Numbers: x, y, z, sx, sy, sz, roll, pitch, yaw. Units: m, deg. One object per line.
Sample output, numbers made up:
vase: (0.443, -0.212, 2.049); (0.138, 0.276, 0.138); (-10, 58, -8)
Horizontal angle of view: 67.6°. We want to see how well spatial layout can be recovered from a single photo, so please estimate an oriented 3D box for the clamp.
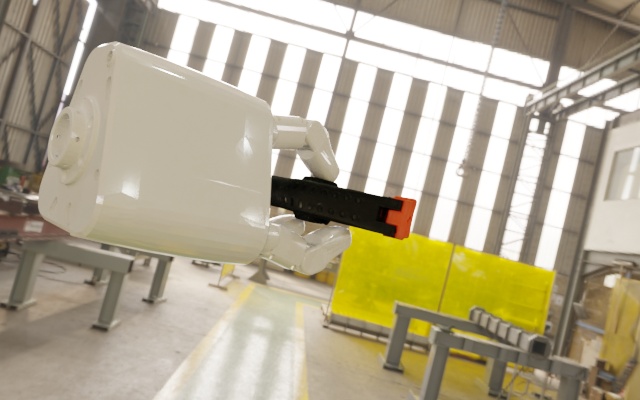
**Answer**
clamp: (0.000, 0.001, 0.402); (0.210, 0.036, 0.164); (11, -2, 44)
